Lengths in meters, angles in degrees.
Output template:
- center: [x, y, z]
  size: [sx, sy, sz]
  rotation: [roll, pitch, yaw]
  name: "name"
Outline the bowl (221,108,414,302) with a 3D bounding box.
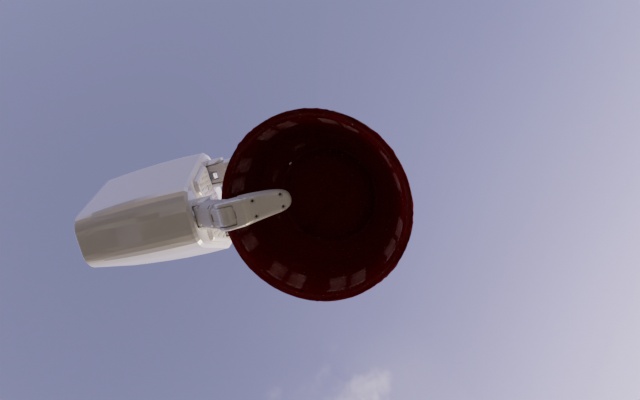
- center: [0.001, 0.001, 0.410]
  size: [0.162, 0.162, 0.055]
  rotation: [0, 13, 16]
  name: "bowl"
